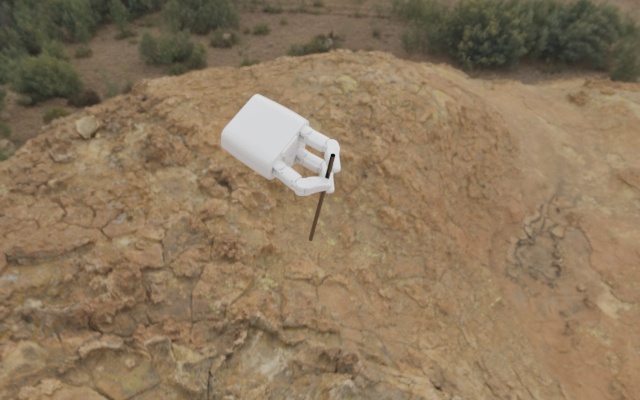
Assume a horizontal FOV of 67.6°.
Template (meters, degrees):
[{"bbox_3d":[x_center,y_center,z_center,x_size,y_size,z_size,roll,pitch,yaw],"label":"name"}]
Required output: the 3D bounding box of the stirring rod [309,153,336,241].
[{"bbox_3d":[0.000,0.003,0.823,0.011,0.011,0.240,0,-37,-11],"label":"stirring rod"}]
